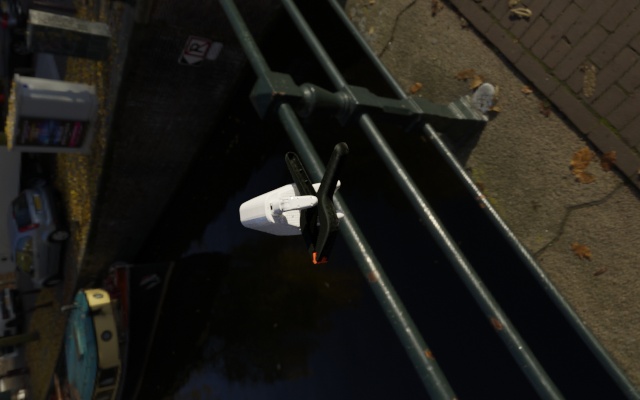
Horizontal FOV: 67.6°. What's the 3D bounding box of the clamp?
[{"bbox_3d":[-0.001,0.003,0.826,0.036,0.210,0.164,-3,-6,-36],"label":"clamp"}]
